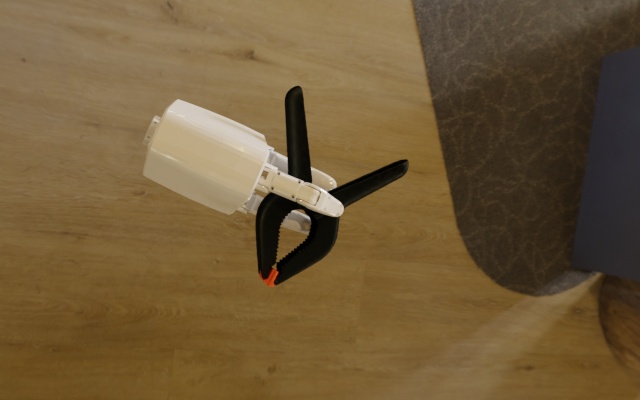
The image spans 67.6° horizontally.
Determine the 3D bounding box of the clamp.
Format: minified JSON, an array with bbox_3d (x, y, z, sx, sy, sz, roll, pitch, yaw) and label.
[{"bbox_3d":[0.000,0.002,0.529,0.164,0.210,0.036,24,-5,-17],"label":"clamp"}]
